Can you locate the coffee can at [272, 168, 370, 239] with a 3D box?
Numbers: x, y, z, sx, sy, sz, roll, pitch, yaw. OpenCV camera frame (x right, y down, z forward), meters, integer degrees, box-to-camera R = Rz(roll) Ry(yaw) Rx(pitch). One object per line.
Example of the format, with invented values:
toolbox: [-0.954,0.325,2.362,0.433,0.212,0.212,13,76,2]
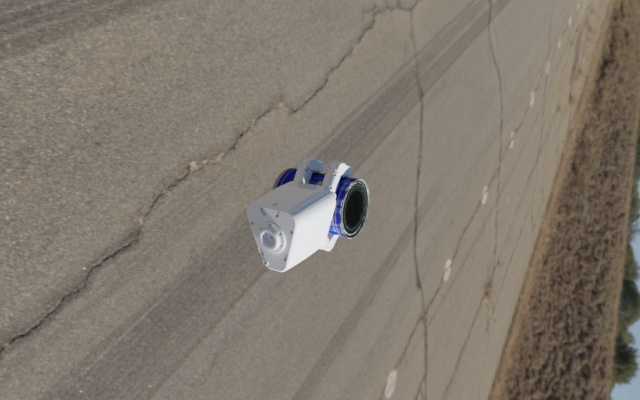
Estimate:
coffee can: [0.000,0.003,0.830,0.140,0.103,0.103,11,5,30]
